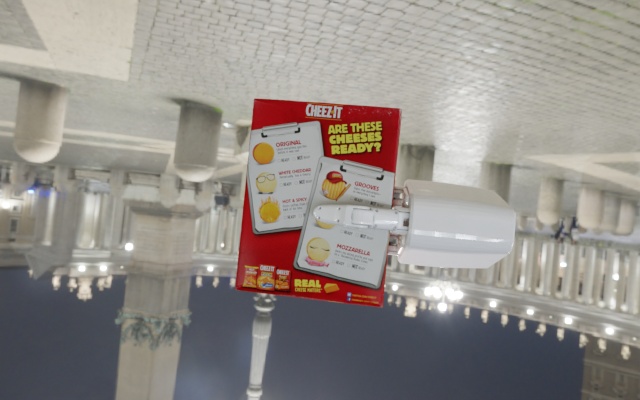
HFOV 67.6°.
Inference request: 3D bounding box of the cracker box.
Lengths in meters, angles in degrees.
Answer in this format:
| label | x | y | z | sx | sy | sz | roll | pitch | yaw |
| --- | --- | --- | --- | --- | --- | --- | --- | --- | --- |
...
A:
| label | x | y | z | sx | sy | sz | roll | pitch | yaw |
| --- | --- | --- | --- | --- | --- | --- | --- | --- | --- |
| cracker box | 0.000 | 0.002 | 0.543 | 0.164 | 0.213 | 0.072 | 5 | -1 | 6 |
